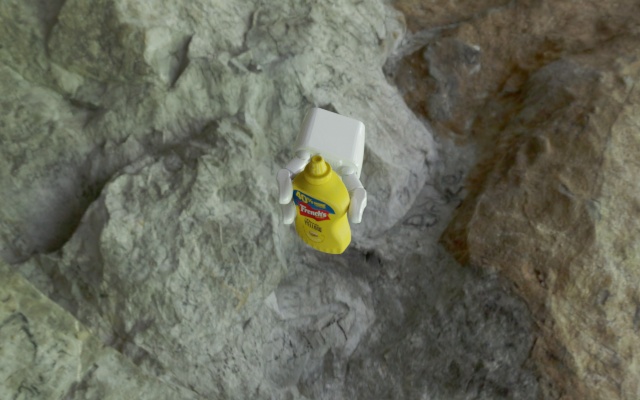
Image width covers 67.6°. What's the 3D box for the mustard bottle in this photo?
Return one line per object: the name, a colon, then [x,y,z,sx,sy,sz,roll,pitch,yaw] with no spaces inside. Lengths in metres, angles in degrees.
mustard bottle: [0.000,0.003,0.751,0.096,0.192,0.058,26,56,23]
